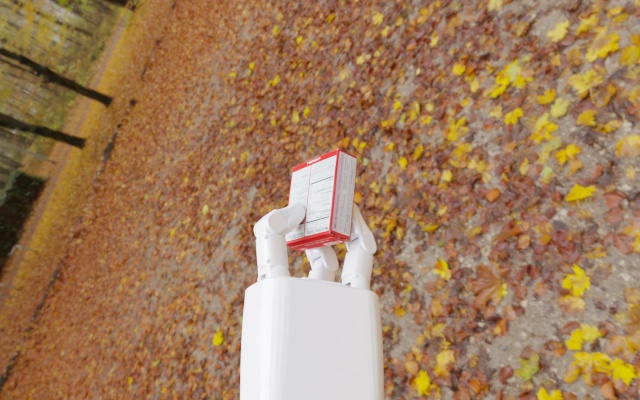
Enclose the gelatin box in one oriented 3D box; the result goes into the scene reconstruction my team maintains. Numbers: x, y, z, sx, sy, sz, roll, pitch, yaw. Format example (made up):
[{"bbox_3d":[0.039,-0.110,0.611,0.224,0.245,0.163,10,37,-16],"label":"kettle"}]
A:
[{"bbox_3d":[0.000,0.001,0.475,0.030,0.089,0.073,20,-25,-36],"label":"gelatin box"}]
